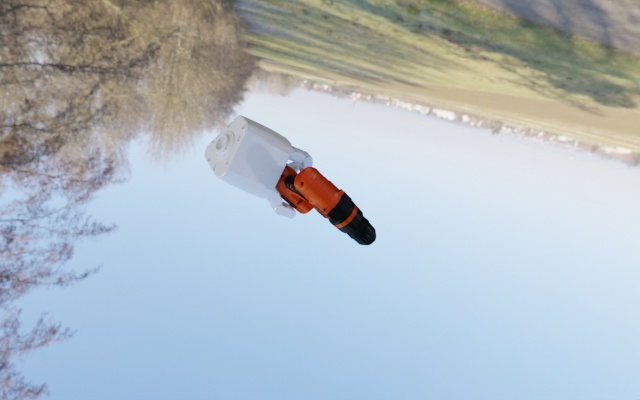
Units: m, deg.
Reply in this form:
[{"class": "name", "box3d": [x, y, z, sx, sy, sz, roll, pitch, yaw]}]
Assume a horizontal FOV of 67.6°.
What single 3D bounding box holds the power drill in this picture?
[{"class": "power drill", "box3d": [0.000, 0.003, 0.851, 0.184, 0.057, 0.187, 45, -13, -26]}]
